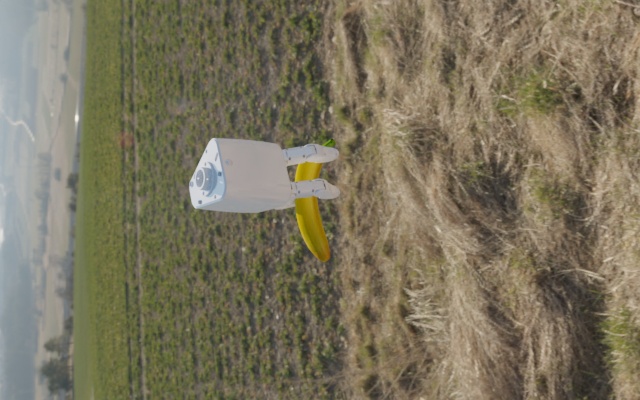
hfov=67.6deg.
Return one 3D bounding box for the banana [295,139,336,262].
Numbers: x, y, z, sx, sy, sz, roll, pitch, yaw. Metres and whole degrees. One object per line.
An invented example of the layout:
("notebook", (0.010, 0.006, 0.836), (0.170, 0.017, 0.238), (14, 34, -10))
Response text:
("banana", (-0.013, -0.001, 0.777), (0.037, 0.198, 0.069), (4, -3, -45))
